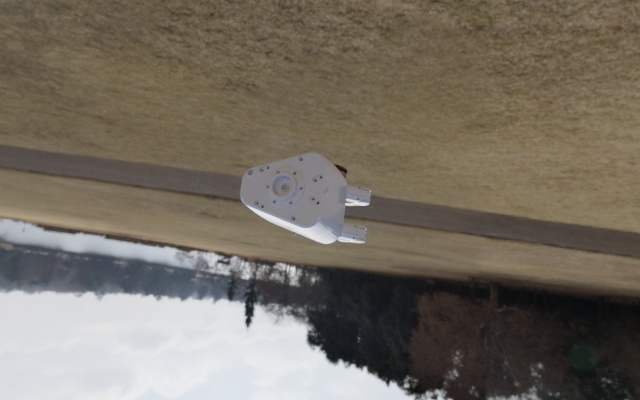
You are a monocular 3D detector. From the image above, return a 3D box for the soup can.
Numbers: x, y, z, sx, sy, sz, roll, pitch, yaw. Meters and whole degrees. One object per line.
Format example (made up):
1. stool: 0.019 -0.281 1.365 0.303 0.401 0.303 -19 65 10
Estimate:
1. soup can: 0.000 0.003 0.691 0.068 0.102 0.068 6 -11 1
